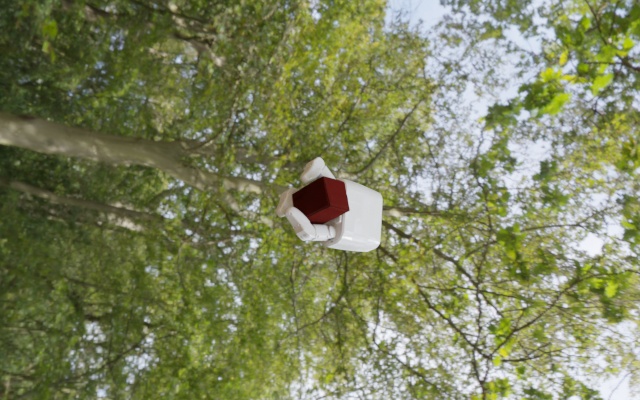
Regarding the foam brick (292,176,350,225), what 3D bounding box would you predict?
[{"bbox_3d":[0.000,0.002,0.769,0.051,0.053,0.078,13,-30,-44],"label":"foam brick"}]
